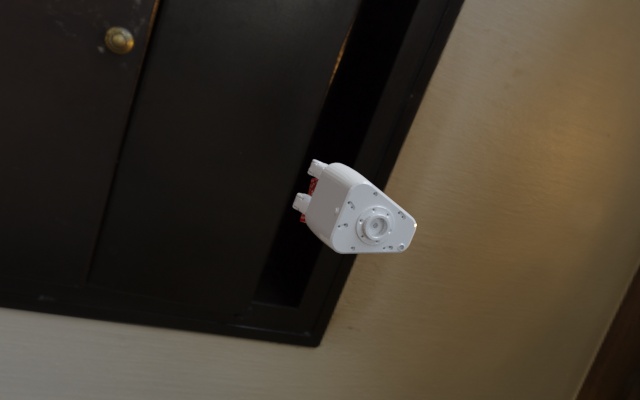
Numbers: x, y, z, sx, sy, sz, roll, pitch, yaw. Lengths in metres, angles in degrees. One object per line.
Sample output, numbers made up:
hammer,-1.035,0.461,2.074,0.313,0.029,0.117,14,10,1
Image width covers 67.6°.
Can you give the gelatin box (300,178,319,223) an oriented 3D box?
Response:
gelatin box,0.000,0.003,0.745,0.030,0.073,0.089,17,-4,-16
